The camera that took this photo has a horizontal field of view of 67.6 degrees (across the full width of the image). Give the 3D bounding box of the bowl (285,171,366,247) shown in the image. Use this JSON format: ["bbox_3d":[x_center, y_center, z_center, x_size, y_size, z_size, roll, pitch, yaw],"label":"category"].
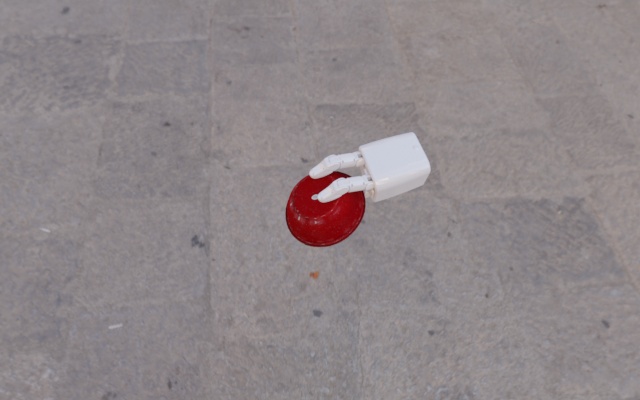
[{"bbox_3d":[-0.001,0.004,0.891,0.162,0.162,0.055,0,-26,20],"label":"bowl"}]
